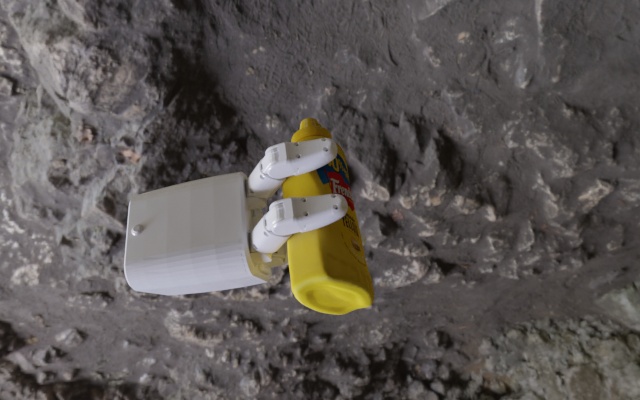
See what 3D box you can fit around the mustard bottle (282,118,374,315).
[{"bbox_3d":[0.000,0.002,0.440,0.058,0.191,0.096,-23,-34,21],"label":"mustard bottle"}]
